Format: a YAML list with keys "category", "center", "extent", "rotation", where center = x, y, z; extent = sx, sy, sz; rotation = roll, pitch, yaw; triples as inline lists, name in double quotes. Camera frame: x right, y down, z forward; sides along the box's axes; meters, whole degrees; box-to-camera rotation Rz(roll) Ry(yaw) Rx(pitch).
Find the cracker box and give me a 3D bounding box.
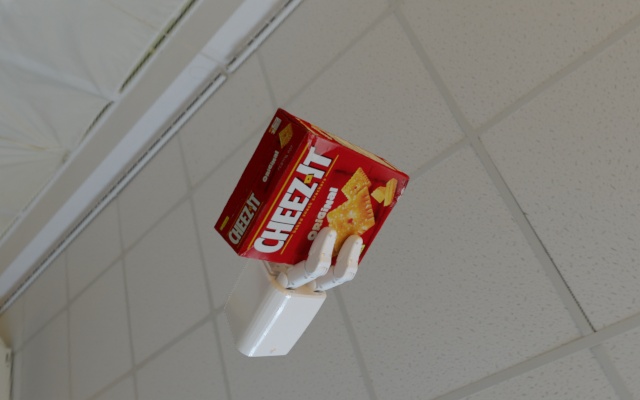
- category: "cracker box"
  center: [0.000, 0.002, 0.604]
  extent: [0.214, 0.164, 0.072]
  rotation: [17, 17, -48]
